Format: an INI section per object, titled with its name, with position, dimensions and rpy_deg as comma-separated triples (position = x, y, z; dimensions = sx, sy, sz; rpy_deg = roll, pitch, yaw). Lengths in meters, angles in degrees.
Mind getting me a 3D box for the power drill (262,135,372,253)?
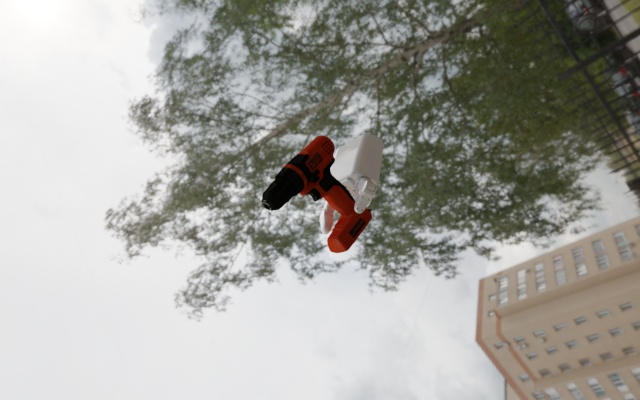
[power drill]
position = 0.001, 0.003, 0.851
dimensions = 0.057, 0.188, 0.184
rpy_deg = -7, 35, 52
